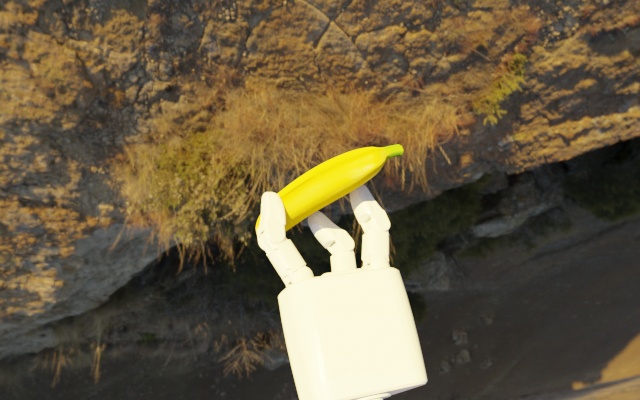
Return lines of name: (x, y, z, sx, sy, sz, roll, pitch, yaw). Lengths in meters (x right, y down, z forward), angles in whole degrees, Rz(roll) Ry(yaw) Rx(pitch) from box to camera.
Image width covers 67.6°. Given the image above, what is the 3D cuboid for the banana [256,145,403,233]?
banana: (-0.008, -0.003, 0.494, 0.198, 0.037, 0.069, -30, -24, 26)
